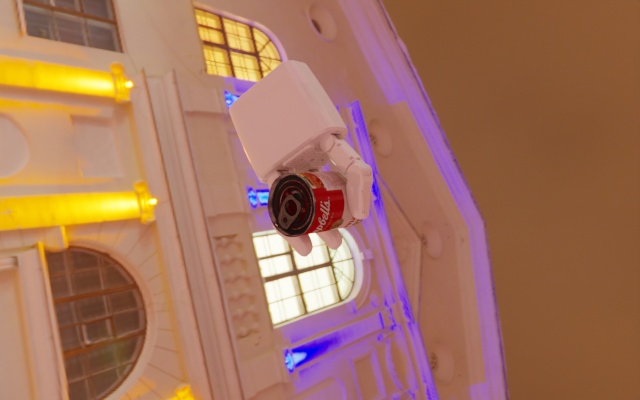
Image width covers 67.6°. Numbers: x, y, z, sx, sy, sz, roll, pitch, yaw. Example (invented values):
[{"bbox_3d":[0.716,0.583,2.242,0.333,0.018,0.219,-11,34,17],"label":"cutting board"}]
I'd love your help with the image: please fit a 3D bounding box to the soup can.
[{"bbox_3d":[0.001,0.002,0.536,0.068,0.068,0.102,0,4,40],"label":"soup can"}]
